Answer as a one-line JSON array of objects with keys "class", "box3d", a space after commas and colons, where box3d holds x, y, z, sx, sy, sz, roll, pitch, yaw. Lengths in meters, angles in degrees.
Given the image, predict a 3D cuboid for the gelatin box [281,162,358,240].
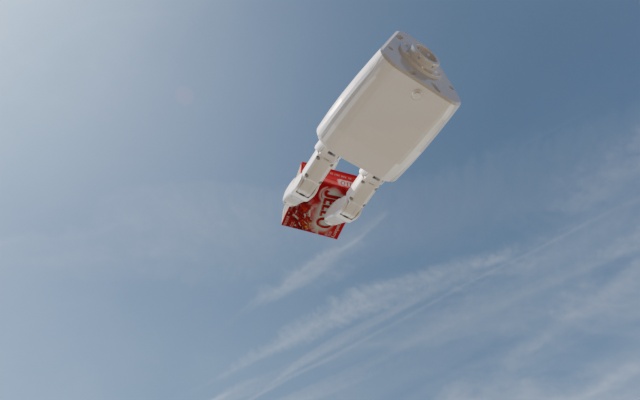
[{"class": "gelatin box", "box3d": [0.000, 0.002, 0.566, 0.073, 0.030, 0.089, 15, -46, -10]}]
